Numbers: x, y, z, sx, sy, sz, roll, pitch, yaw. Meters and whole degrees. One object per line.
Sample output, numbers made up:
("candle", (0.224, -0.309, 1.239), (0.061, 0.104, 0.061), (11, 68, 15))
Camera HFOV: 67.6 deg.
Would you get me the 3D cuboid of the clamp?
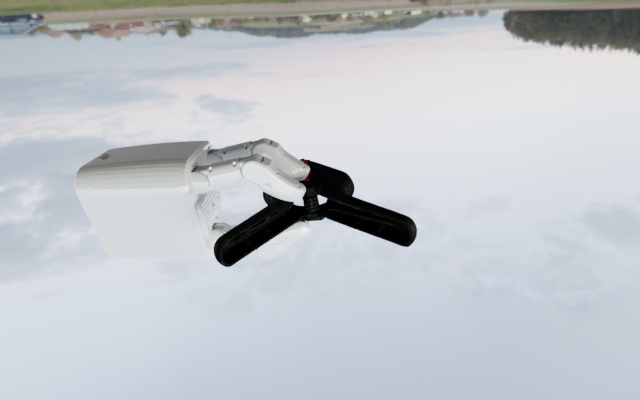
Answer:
("clamp", (0.000, 0.002, 0.465), (0.164, 0.036, 0.210), (-3, 22, 4))
